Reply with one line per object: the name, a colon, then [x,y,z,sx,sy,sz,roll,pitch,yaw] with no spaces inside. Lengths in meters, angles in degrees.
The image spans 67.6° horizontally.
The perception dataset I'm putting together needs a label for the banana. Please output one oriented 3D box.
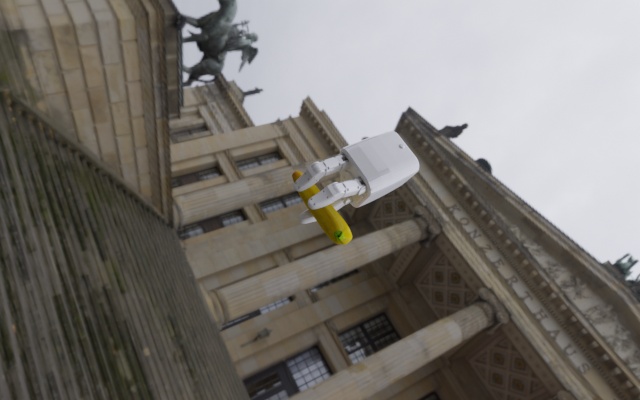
banana: [0.007,0.018,0.801,0.037,0.070,0.197,-29,40,-9]
